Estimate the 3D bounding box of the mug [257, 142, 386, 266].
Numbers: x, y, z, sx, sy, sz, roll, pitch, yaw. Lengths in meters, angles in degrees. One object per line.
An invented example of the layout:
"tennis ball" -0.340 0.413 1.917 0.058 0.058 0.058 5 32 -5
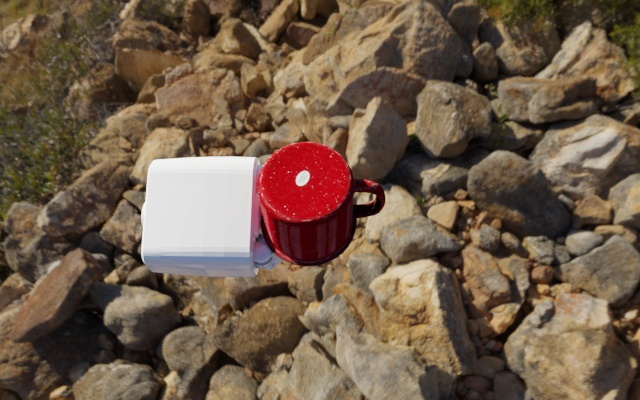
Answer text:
"mug" 0.002 0.001 0.428 0.117 0.093 0.081 -1 -28 0
